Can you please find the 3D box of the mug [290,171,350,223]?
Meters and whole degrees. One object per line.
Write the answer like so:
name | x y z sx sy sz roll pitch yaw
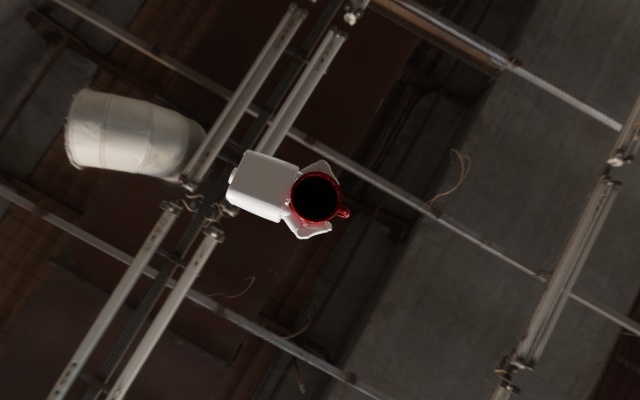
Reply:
mug | 0.001 0.003 0.890 0.117 0.093 0.081 21 -8 -2
